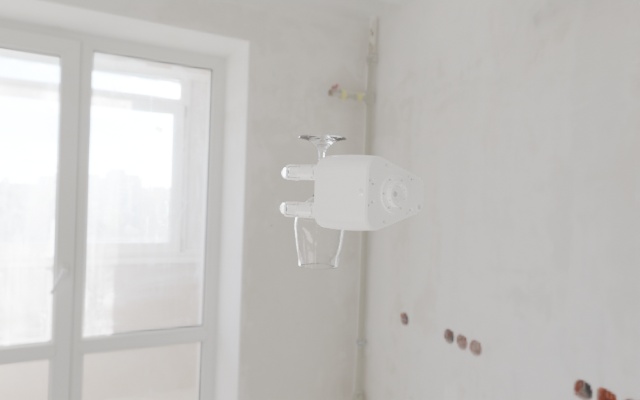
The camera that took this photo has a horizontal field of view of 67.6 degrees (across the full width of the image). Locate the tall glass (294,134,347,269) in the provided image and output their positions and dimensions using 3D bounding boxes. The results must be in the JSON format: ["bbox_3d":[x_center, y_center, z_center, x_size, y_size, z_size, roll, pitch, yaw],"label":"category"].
[{"bbox_3d":[0.000,0.002,0.739,0.079,0.201,0.079,2,1,0],"label":"tall glass"}]
